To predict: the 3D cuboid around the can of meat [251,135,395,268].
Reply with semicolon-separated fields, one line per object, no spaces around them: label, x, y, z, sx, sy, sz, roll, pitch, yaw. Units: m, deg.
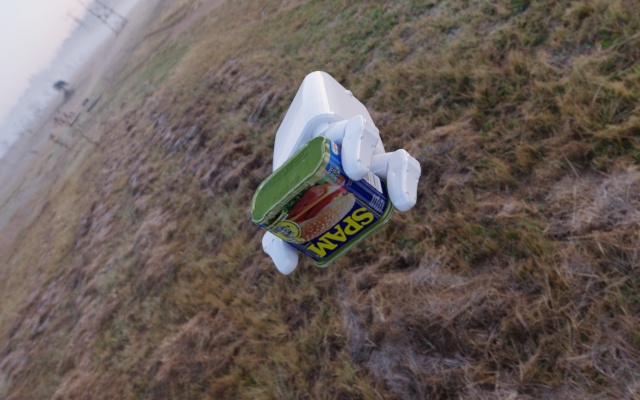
can of meat;0.000;0.001;0.426;0.084;0.057;0.102;35;-60;-29
